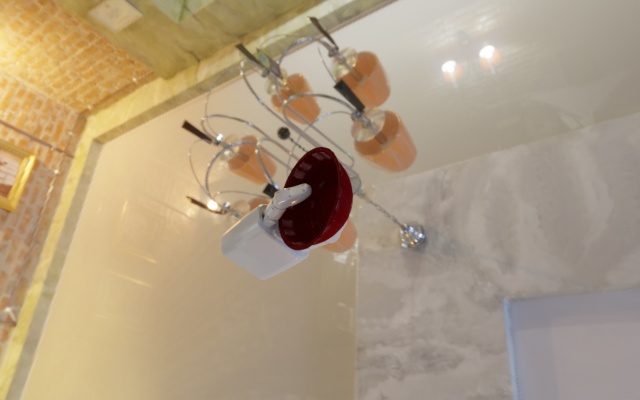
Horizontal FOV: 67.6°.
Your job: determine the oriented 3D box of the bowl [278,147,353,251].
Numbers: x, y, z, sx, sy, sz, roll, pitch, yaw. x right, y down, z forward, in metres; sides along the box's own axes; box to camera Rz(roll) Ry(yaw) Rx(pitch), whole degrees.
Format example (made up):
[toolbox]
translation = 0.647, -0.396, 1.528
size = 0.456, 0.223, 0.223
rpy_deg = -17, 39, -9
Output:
[bowl]
translation = 0.001, 0.002, 0.730
size = 0.055, 0.162, 0.162
rpy_deg = 18, -10, -32
